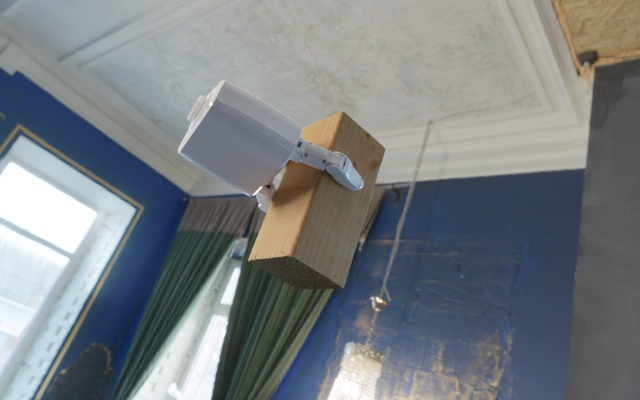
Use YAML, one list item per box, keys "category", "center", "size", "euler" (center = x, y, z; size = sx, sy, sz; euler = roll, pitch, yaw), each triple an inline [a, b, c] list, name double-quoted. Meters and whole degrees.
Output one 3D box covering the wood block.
- category: "wood block"
  center: [0.000, 0.002, 0.615]
  size: [0.090, 0.206, 0.091]
  euler: [36, -30, -31]
